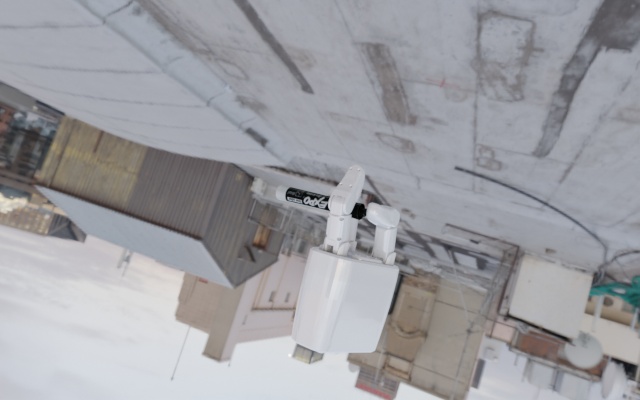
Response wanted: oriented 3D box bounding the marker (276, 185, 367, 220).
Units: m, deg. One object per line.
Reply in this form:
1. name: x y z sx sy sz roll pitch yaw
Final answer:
1. marker: 0.000 0.002 0.553 0.121 0.020 0.020 14 7 33
